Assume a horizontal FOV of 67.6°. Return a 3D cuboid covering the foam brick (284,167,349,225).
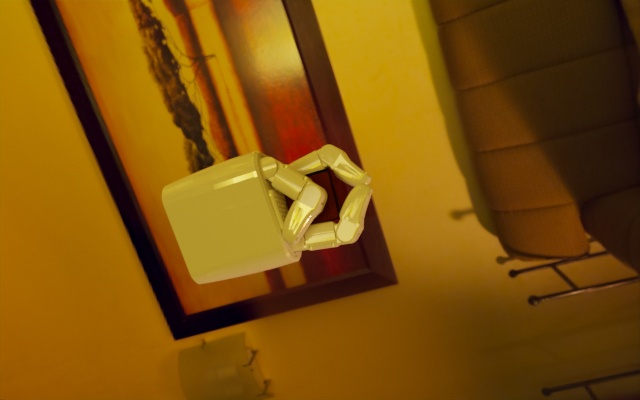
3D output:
[{"bbox_3d":[0.000,0.002,0.503,0.051,0.053,0.078,-17,-10,12],"label":"foam brick"}]
